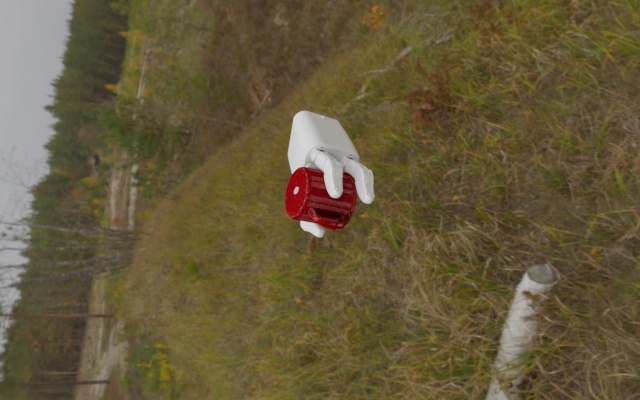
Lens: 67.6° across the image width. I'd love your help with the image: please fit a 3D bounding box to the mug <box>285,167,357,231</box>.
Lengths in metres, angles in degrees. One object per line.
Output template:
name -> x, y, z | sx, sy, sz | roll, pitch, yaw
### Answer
mug -> 0.000, 0.003, 0.724 | 0.081, 0.093, 0.117 | 11, 36, -27
